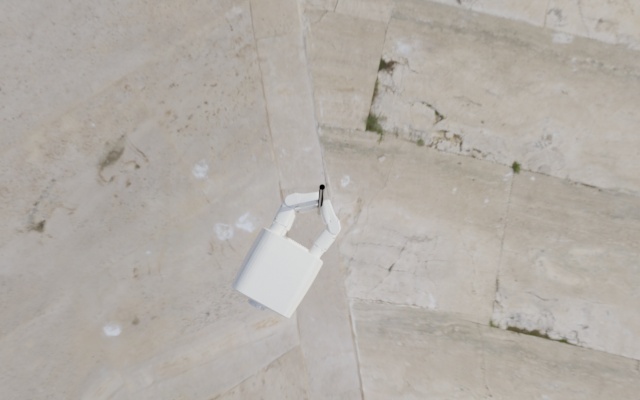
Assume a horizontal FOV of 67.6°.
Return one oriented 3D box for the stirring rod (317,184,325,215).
[{"bbox_3d":[0.000,0.003,0.754,0.011,0.011,0.239,0,-10,-1],"label":"stirring rod"}]
